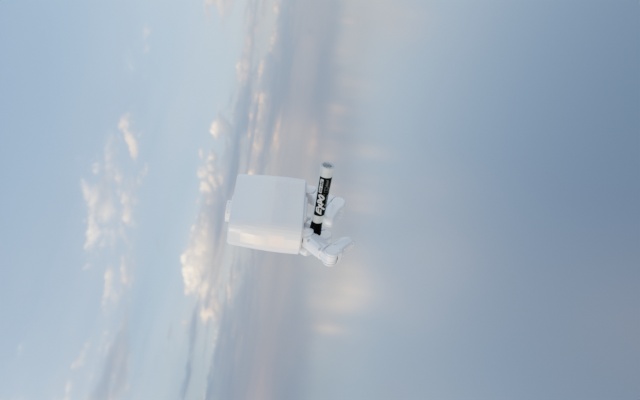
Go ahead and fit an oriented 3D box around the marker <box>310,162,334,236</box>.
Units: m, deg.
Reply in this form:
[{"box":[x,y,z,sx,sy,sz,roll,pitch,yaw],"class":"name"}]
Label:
[{"box":[0.000,0.002,0.669,0.020,0.121,0.020,7,34,-5],"class":"marker"}]
